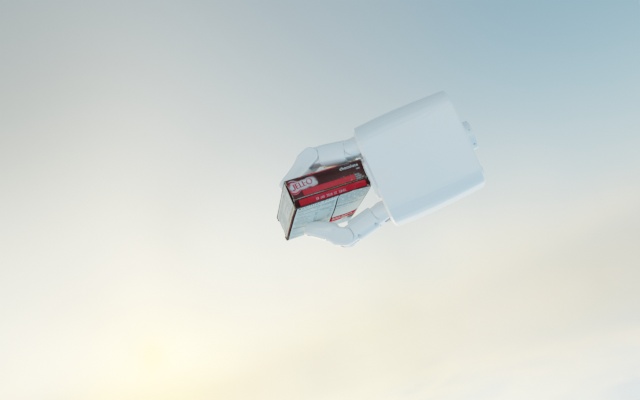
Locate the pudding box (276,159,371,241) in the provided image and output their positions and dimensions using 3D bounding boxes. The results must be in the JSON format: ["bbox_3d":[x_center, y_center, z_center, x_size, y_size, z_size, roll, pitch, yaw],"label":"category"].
[{"bbox_3d":[0.000,0.002,0.547,0.090,0.039,0.113,-17,-20,-16],"label":"pudding box"}]
